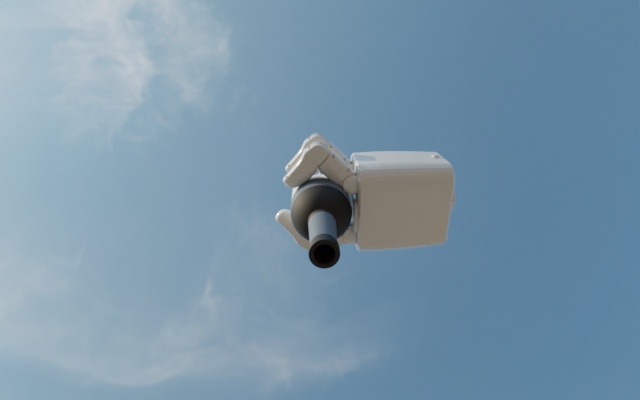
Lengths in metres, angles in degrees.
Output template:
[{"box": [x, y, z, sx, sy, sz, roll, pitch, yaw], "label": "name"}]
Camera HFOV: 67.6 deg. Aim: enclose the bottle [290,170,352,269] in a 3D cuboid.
[{"box": [0.000, 0.002, 0.547, 0.069, 0.069, 0.295, 0, 18, -1], "label": "bottle"}]
